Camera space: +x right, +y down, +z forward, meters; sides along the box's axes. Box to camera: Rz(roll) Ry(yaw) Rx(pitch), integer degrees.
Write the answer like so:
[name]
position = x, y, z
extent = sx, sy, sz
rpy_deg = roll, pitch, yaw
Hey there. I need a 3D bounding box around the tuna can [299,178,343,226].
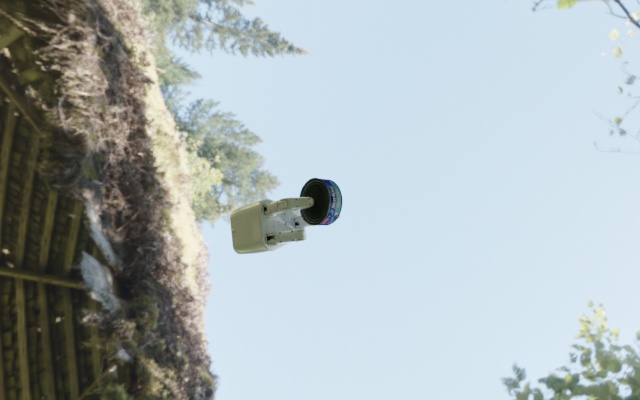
[tuna can]
position = 0.001, 0.003, 0.860
extent = 0.034, 0.086, 0.086
rpy_deg = 3, -2, -41
